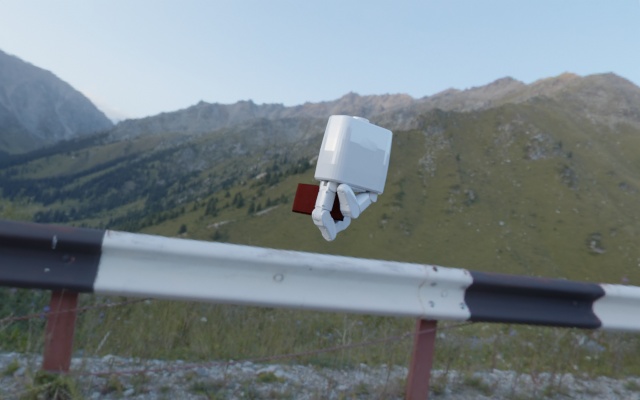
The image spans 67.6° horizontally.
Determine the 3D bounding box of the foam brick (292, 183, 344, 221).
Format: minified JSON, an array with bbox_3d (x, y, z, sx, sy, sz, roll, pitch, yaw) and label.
[{"bbox_3d":[0.000,0.003,0.810,0.078,0.051,0.053,9,-3,43],"label":"foam brick"}]
